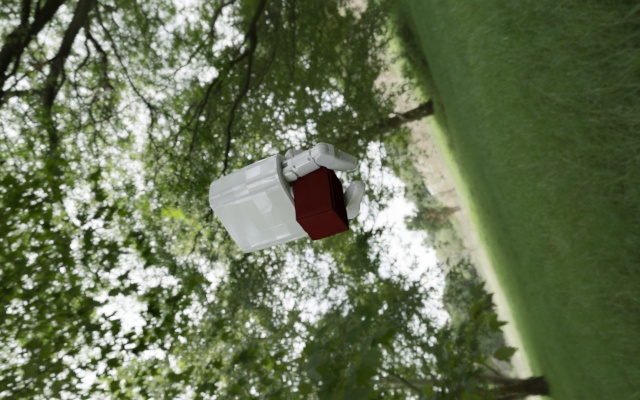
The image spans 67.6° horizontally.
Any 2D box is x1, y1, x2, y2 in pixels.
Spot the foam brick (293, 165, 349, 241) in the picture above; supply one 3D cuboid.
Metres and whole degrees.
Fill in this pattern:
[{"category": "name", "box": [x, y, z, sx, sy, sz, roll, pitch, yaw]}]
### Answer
[{"category": "foam brick", "box": [0.000, 0.002, 0.603, 0.051, 0.078, 0.053, -19, -41, 14]}]
